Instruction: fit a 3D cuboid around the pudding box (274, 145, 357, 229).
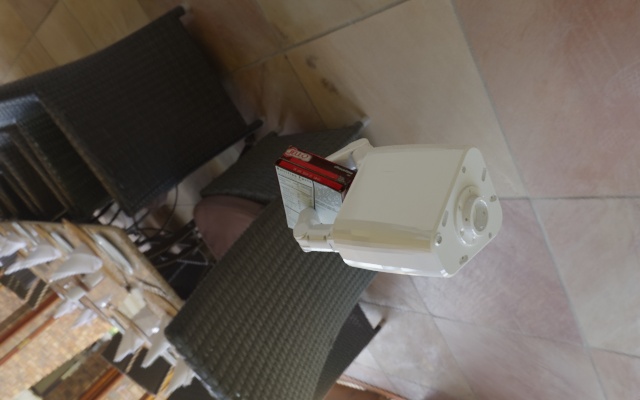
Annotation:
[{"bbox_3d":[0.000,0.002,0.533,0.090,0.114,0.039,25,54,26],"label":"pudding box"}]
